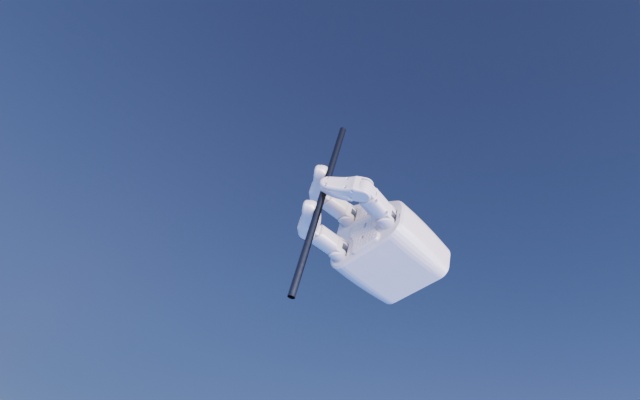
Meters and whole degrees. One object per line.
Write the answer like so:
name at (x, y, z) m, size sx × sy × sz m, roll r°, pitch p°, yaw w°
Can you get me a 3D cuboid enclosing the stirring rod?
stirring rod at (0.000, 0.002, 0.534) m, size 0.011 × 0.239 × 0.011 m, roll 11°, pitch -37°, yaw 8°
